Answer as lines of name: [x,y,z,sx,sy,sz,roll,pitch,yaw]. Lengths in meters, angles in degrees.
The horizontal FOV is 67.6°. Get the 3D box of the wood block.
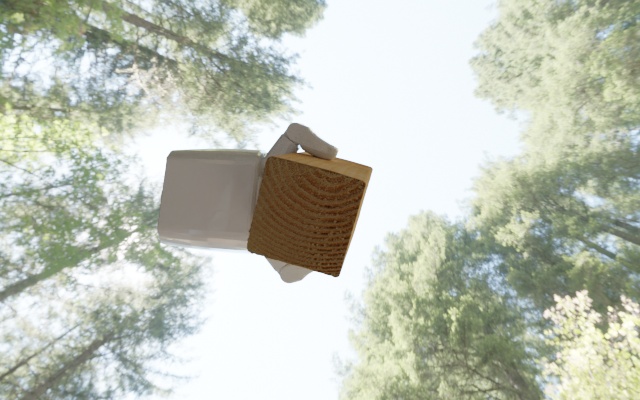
wood block: [0.000,0.001,0.512,0.090,0.091,0.206,15,9,6]
